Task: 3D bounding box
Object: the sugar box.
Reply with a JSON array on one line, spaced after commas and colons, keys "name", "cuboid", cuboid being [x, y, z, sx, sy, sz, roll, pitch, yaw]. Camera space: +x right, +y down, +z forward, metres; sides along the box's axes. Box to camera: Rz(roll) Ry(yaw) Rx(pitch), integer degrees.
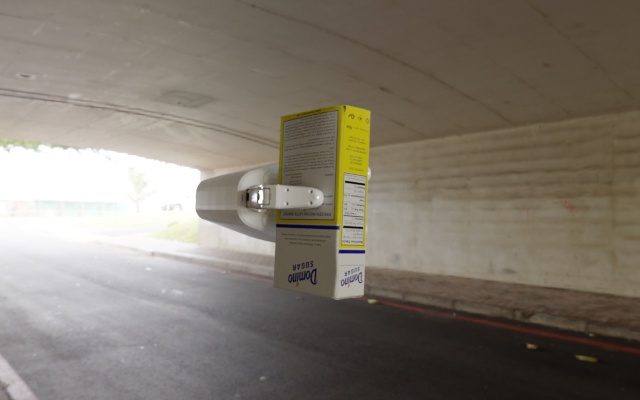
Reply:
[{"name": "sugar box", "cuboid": [0.000, 0.001, 0.466, 0.048, 0.176, 0.093, 2, -1, -43]}]
